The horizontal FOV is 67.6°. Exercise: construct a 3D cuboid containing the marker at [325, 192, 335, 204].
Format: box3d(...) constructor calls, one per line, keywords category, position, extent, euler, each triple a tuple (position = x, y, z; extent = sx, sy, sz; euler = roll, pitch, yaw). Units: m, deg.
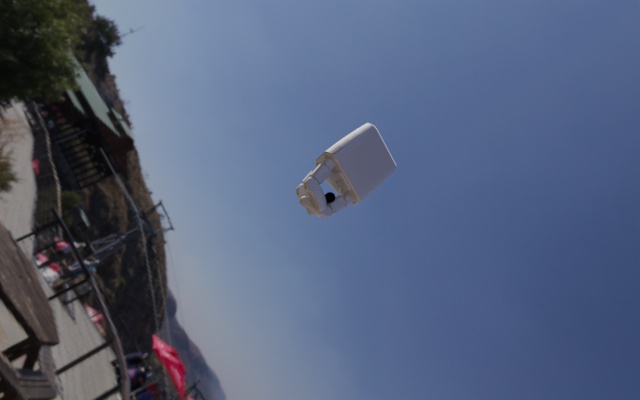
box3d(category="marker", position=(0.000, 0.003, 0.873), extent=(0.020, 0.020, 0.121), euler=(0, -9, -18))
